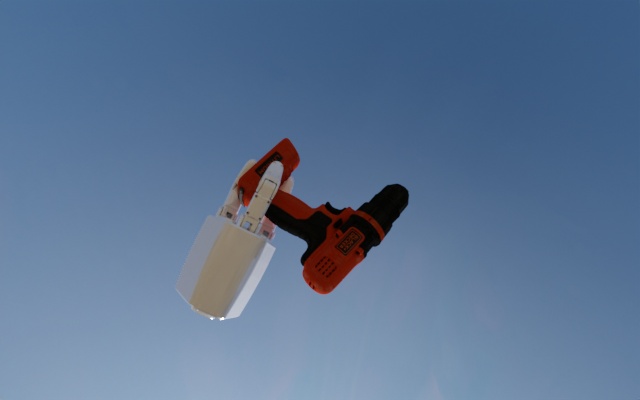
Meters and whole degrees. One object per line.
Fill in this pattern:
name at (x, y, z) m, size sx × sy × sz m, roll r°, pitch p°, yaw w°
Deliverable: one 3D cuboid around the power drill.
power drill at (0.000, 0.002, 0.625) m, size 0.187 × 0.184 × 0.057 m, roll 39°, pitch -24°, yaw 16°
